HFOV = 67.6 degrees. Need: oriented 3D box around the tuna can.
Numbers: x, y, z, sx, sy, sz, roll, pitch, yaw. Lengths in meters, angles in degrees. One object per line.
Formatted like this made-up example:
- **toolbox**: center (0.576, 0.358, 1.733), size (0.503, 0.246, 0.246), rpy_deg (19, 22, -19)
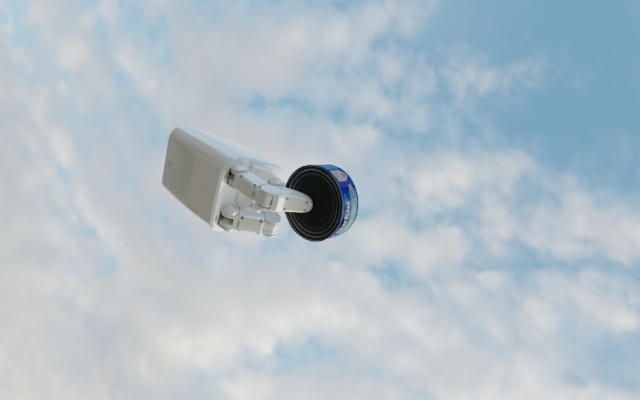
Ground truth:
- **tuna can**: center (0.000, 0.002, 0.537), size (0.086, 0.086, 0.034), rpy_deg (0, 6, 39)
